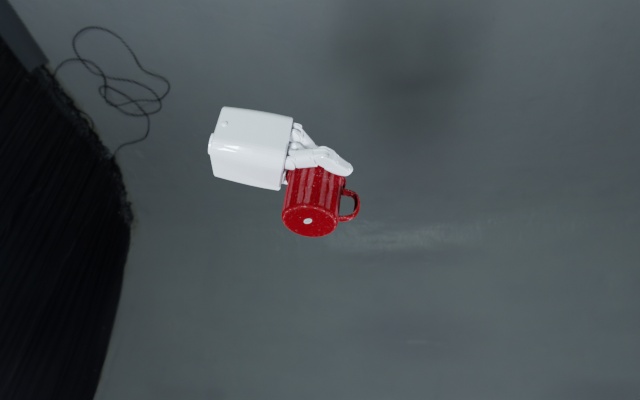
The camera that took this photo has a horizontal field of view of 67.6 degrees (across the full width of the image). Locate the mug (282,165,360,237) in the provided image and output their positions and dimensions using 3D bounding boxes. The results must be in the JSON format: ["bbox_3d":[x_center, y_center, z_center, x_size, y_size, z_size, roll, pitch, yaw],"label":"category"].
[{"bbox_3d":[0.001,0.003,0.703,0.117,0.081,0.093,10,-36,-3],"label":"mug"}]
